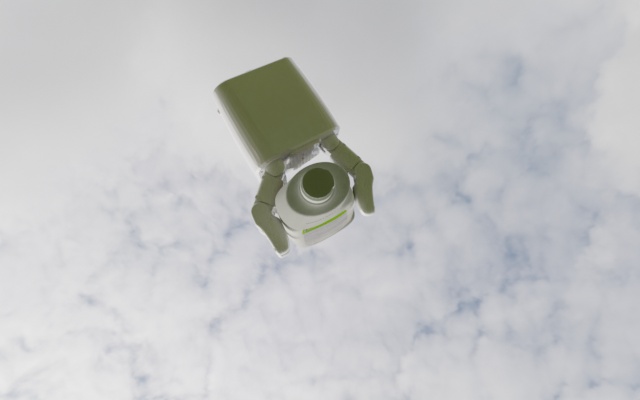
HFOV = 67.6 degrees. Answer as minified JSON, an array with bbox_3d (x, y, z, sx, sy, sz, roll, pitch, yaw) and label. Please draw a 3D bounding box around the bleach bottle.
[{"bbox_3d":[0.000,0.002,0.545,0.102,0.068,0.251,-31,-7,-7],"label":"bleach bottle"}]
